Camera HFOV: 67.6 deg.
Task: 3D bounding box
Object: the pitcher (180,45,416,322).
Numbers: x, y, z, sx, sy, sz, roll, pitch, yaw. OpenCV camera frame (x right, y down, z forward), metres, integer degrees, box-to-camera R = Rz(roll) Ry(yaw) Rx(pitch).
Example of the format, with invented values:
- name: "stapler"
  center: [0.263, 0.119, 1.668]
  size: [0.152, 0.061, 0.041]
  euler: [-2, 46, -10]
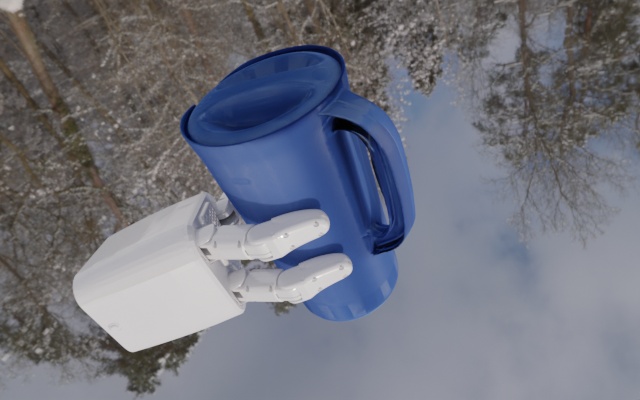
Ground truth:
- name: "pitcher"
  center: [0.000, 0.001, 0.421]
  size: [0.145, 0.243, 0.149]
  euler: [-22, 38, 3]
